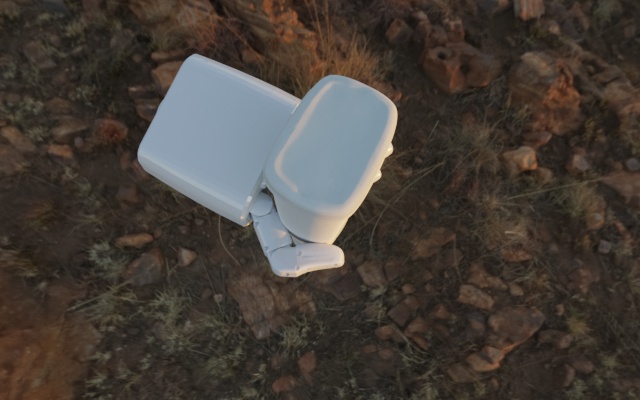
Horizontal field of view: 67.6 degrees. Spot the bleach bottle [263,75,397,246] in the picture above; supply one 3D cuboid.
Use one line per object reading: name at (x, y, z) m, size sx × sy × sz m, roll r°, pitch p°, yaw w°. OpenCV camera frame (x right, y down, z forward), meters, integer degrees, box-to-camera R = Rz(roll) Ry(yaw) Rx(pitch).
bleach bottle at (0.000, 0.001, 0.420) m, size 0.068 × 0.102 × 0.251 m, roll 27°, pitch -19°, yaw 5°
